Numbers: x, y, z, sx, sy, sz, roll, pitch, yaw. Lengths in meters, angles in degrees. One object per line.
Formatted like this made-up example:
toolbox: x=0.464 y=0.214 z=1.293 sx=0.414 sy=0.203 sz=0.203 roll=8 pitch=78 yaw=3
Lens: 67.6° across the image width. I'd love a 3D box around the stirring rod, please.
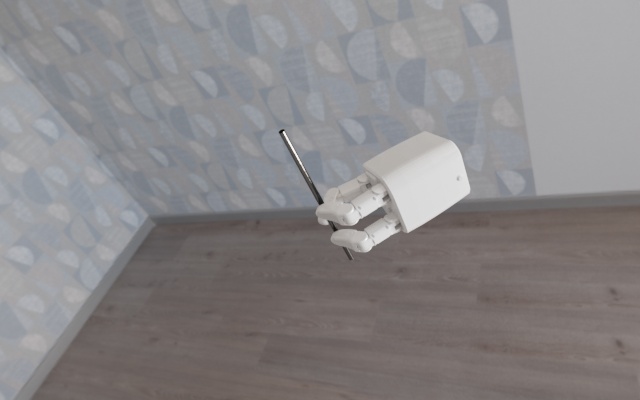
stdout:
stirring rod: x=0.000 y=0.002 z=0.636 sx=0.011 sy=0.011 sz=0.240 roll=0 pitch=-44 yaw=32
